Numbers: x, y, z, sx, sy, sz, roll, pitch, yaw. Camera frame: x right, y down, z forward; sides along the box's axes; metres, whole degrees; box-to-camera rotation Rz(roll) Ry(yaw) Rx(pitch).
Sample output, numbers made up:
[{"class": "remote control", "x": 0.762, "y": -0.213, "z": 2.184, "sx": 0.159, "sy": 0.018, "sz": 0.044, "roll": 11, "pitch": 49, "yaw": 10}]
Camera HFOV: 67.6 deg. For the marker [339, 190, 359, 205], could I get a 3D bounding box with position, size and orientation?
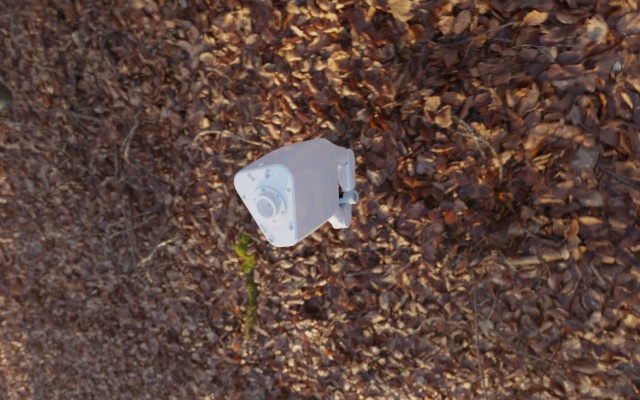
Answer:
[{"class": "marker", "x": 0.000, "y": 0.002, "z": 0.707, "sx": 0.121, "sy": 0.020, "sz": 0.020, "roll": -9, "pitch": -5, "yaw": 34}]
